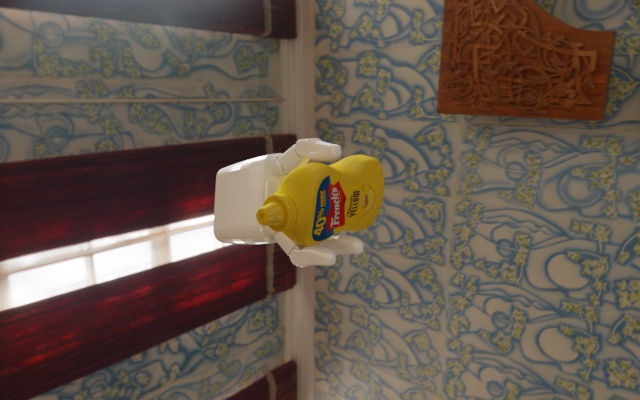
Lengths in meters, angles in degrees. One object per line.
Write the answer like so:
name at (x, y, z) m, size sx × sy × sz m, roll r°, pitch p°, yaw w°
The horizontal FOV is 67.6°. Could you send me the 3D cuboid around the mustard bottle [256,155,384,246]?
mustard bottle at (0.001, 0.002, 0.563) m, size 0.058 × 0.096 × 0.191 m, roll 23°, pitch 23°, yaw 36°
